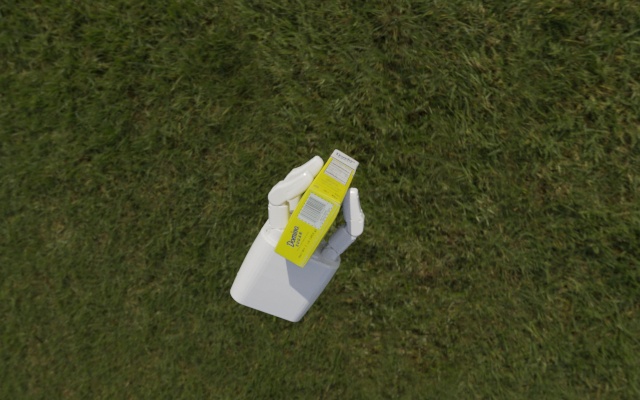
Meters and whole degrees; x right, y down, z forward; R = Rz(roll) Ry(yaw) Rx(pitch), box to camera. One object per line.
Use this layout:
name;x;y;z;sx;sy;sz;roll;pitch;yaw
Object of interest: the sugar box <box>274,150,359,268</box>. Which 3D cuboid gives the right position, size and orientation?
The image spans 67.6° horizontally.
sugar box;0.000;0.002;0.602;0.048;0.093;0.176;30;22;-3
